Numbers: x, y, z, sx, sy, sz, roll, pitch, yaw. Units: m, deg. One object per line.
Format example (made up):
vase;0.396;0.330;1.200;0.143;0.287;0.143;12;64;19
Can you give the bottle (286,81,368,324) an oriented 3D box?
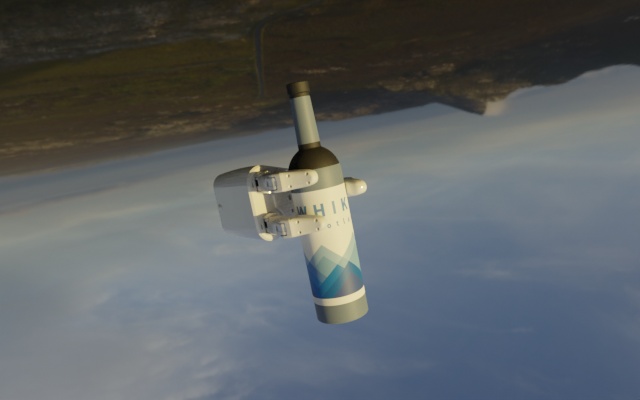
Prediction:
bottle;0.000;0.002;0.593;0.069;0.296;0.069;-11;8;1
